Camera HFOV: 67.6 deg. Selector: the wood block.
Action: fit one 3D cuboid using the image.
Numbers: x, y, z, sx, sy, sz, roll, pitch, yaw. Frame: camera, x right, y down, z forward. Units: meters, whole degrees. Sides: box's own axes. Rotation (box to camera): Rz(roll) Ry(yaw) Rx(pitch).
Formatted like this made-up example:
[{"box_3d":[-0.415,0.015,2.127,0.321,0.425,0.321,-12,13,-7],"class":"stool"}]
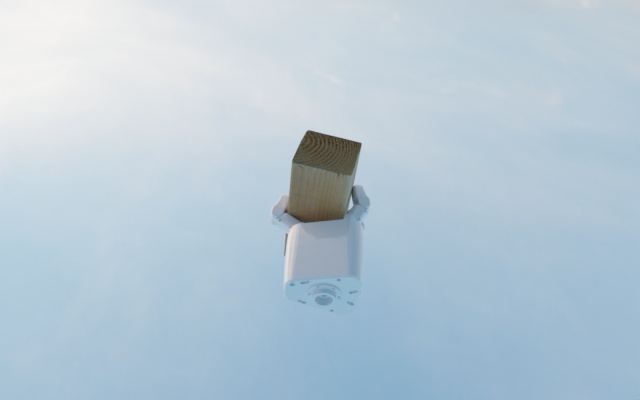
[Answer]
[{"box_3d":[0.000,0.003,0.773,0.091,0.206,0.090,14,43,6],"class":"wood block"}]
